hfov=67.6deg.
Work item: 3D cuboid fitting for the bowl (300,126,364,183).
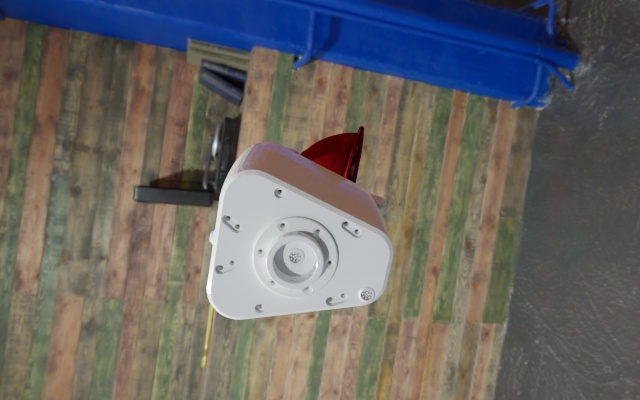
[{"bbox_3d":[0.000,0.002,0.472,0.055,0.162,0.162,12,1,7],"label":"bowl"}]
